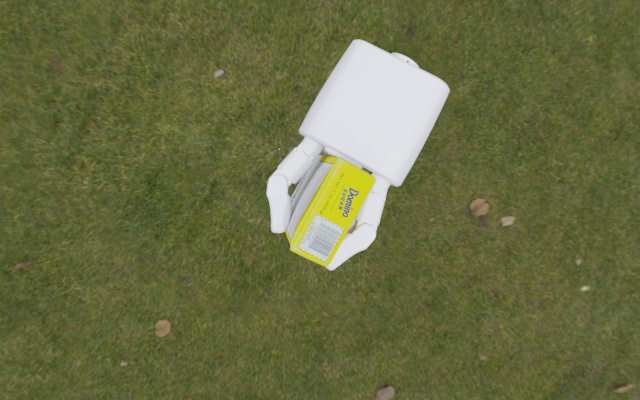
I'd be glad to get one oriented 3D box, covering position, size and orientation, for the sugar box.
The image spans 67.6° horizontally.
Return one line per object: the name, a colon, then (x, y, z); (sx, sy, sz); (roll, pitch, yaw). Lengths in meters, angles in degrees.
sugar box: (0.001, 0.002, 0.501); (0.048, 0.093, 0.176); (29, 3, -7)
